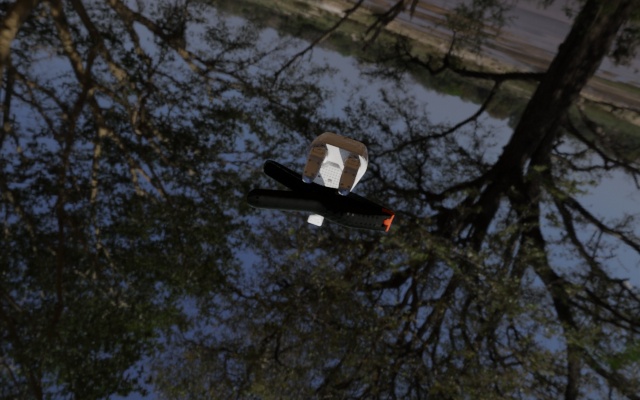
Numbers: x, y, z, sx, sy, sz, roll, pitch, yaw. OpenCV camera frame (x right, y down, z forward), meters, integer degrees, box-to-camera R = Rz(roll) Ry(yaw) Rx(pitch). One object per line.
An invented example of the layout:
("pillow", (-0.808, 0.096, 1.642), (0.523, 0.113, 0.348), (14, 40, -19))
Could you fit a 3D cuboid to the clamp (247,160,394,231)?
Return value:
("clamp", (0.000, 0.003, 0.672), (0.210, 0.036, 0.164), (20, 20, 2))
